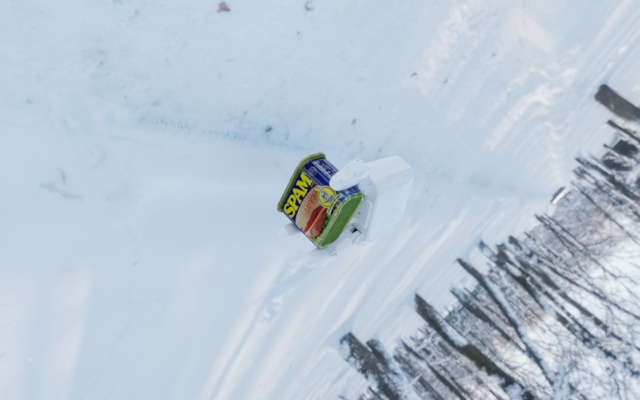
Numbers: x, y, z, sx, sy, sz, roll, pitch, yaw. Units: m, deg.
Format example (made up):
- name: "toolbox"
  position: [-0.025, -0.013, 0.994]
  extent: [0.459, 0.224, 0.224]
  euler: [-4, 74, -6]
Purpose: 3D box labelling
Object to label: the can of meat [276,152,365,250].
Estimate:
- name: "can of meat"
  position: [0.000, 0.002, 0.635]
  extent: [0.084, 0.102, 0.057]
  euler: [44, 36, 21]
